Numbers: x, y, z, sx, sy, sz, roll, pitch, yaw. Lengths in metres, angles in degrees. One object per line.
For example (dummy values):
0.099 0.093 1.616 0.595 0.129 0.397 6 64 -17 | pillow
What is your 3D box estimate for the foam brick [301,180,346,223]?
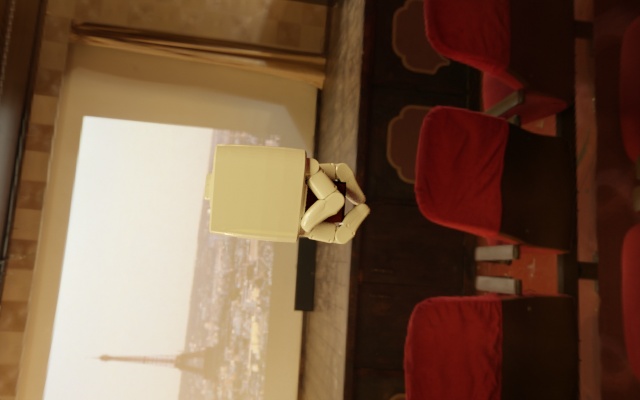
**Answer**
0.000 0.002 0.621 0.051 0.053 0.078 5 -5 -8 | foam brick
